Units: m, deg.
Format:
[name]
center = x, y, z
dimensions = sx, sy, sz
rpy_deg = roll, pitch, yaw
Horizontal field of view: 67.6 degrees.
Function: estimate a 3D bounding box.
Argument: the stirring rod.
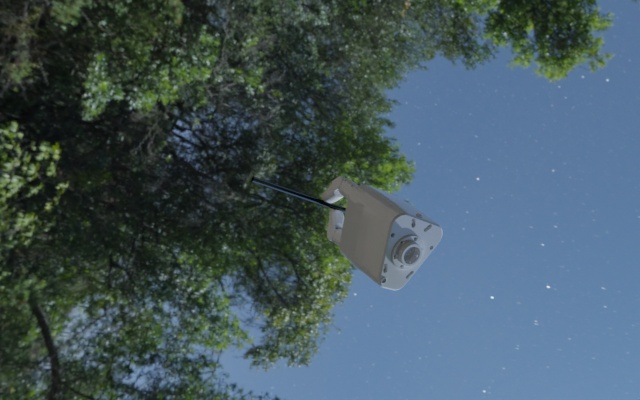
[stirring rod]
center = 0.000, 0.002, 0.745
dimensions = 0.239, 0.011, 0.011
rpy_deg = 19, -10, -32
